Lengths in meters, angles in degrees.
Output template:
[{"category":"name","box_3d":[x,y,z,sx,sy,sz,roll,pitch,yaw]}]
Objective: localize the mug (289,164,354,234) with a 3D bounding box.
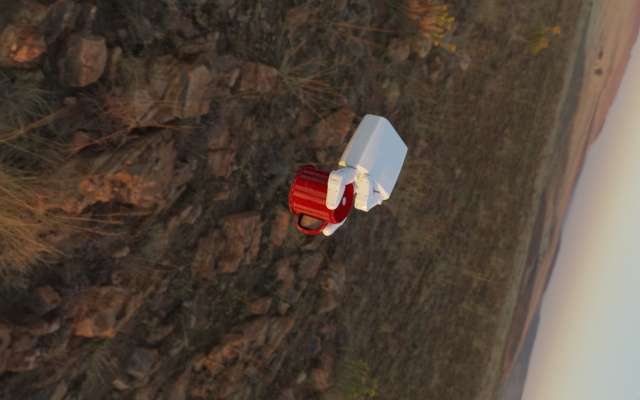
[{"category":"mug","box_3d":[0.000,0.004,0.813,0.081,0.117,0.093,17,-19,27]}]
